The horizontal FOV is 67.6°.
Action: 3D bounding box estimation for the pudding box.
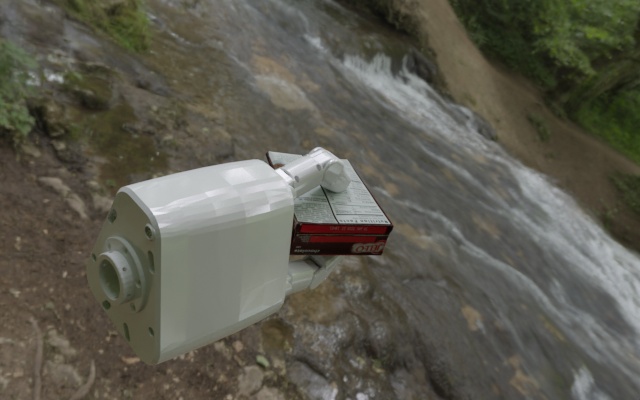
[{"bbox_3d":[0.000,0.001,0.425,0.090,0.039,0.113,4,36,-25],"label":"pudding box"}]
